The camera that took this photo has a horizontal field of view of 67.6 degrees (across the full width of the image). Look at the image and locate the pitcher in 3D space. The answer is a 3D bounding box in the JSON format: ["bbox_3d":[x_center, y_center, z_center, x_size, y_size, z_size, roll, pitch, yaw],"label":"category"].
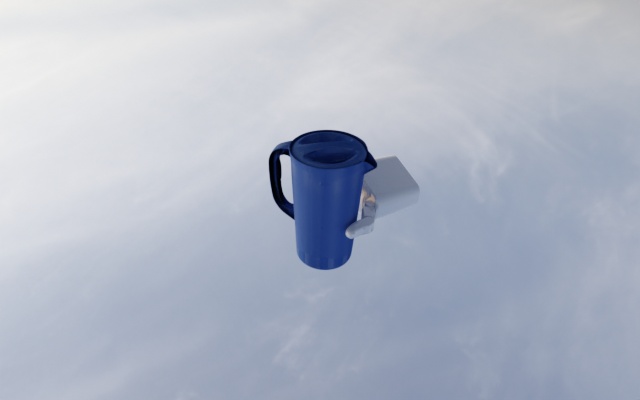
[{"bbox_3d":[0.000,0.003,0.863,0.145,0.243,0.149,-18,40,-26],"label":"pitcher"}]
